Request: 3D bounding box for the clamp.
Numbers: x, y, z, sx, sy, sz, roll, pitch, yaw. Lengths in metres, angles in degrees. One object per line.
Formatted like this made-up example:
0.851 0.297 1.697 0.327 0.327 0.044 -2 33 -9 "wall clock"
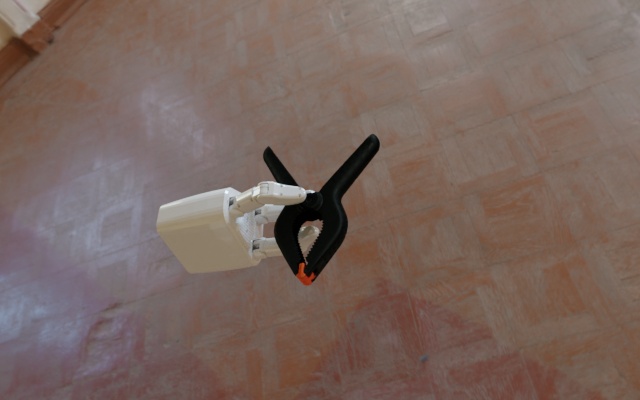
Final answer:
0.000 0.002 0.603 0.164 0.209 0.036 -11 -34 15 "clamp"
